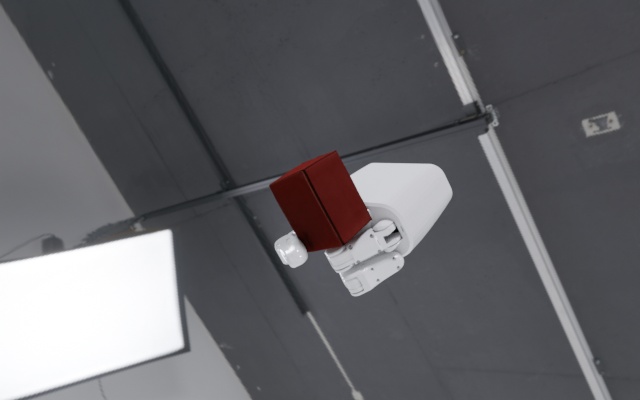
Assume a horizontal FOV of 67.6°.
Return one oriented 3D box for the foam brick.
[{"bbox_3d":[0.000,0.001,0.448,0.053,0.078,0.051,-16,17,46],"label":"foam brick"}]
